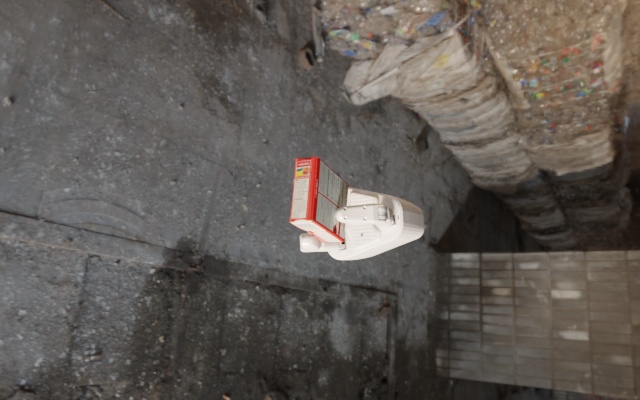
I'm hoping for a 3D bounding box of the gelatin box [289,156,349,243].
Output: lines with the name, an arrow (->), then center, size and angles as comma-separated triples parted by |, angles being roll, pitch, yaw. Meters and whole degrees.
gelatin box -> 0.000, 0.002, 0.535 | 0.030, 0.073, 0.089 | -4, -21, 25
